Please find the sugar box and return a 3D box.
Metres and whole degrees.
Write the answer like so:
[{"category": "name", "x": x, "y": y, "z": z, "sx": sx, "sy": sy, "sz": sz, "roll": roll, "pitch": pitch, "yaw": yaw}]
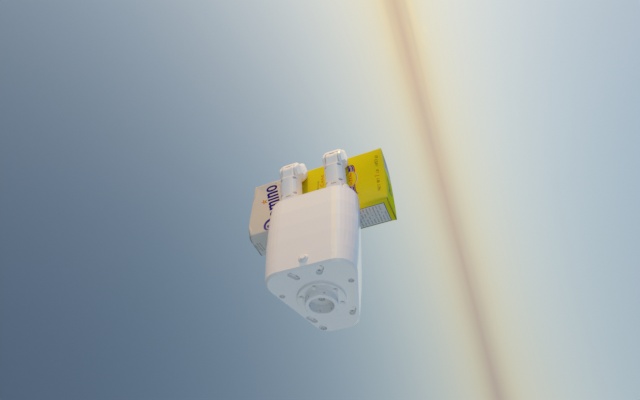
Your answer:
[{"category": "sugar box", "x": 0.000, "y": 0.002, "z": 0.588, "sx": 0.176, "sy": 0.093, "sz": 0.048, "roll": -15, "pitch": -48, "yaw": 14}]
